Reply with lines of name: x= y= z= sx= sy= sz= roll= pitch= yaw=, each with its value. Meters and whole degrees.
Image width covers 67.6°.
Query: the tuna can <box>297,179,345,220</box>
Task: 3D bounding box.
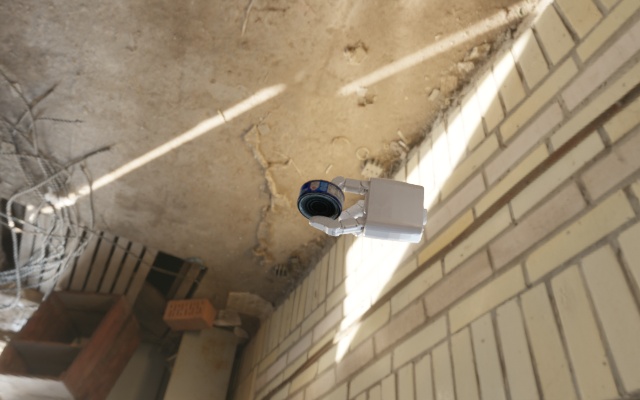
tuna can: x=0.000 y=0.003 z=0.880 sx=0.086 sy=0.033 sz=0.086 roll=8 pitch=-42 yaw=7
